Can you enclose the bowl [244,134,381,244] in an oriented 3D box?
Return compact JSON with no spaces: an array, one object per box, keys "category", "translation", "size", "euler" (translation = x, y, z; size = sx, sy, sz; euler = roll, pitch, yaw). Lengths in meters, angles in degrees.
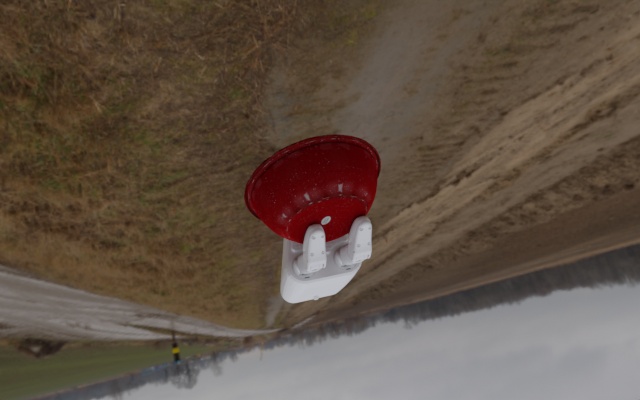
[{"category":"bowl","translation":[0.000,0.001,0.530],"size":[0.162,0.055,0.162],"euler":[-14,-34,-9]}]
